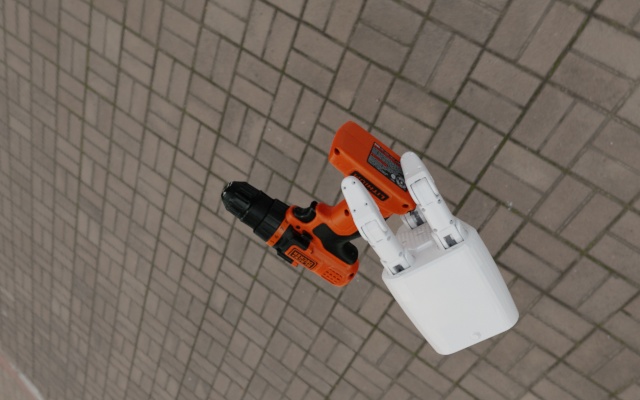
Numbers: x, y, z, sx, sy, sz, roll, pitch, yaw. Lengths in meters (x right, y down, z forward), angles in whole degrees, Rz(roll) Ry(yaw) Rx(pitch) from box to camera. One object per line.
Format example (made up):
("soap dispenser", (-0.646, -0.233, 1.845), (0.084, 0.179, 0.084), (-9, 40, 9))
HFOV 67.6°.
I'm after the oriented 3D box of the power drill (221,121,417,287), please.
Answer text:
("power drill", (0.001, 0.002, 0.515), (0.184, 0.057, 0.188), (34, -45, -12))
